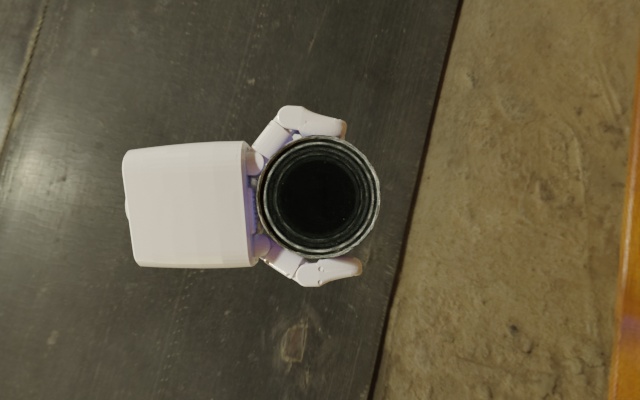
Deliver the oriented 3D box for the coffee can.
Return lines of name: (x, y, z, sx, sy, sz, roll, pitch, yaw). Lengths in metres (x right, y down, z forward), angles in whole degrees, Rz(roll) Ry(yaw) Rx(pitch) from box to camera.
coffee can: (0.000, 0.002, 0.457, 0.103, 0.103, 0.140, 0, -4, 1)
